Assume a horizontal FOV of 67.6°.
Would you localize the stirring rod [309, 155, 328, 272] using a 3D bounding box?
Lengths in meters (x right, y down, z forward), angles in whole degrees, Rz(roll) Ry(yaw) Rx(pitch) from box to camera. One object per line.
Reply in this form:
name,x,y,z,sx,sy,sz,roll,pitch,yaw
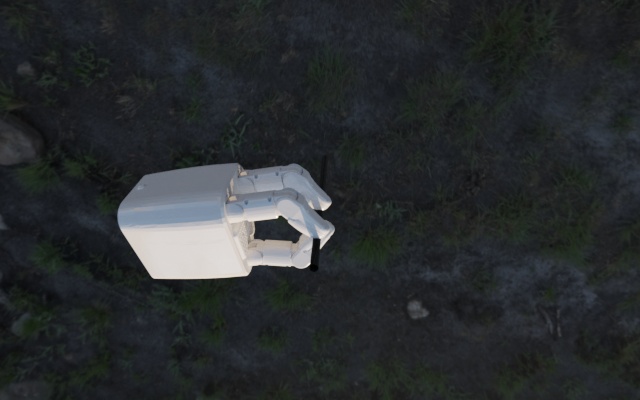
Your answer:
stirring rod,0.000,0.002,0.526,0.011,0.011,0.239,0,29,3
